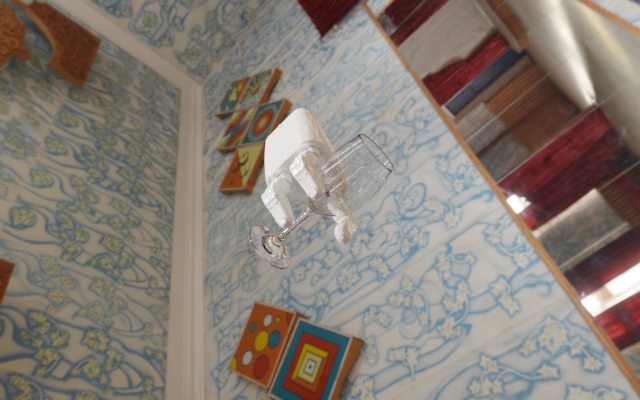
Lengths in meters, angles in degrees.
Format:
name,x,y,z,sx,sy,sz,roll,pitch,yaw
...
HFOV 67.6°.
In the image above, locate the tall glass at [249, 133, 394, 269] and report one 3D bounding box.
name,x,y,z,sx,sy,sz,roll,pitch,yaw
tall glass,0.000,0.003,0.622,0.201,0.079,0.079,-41,-18,21
